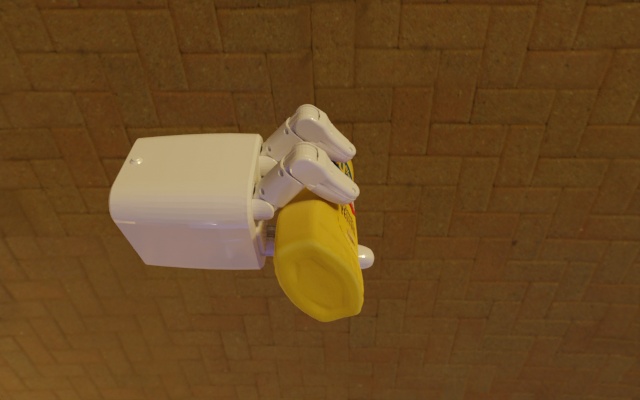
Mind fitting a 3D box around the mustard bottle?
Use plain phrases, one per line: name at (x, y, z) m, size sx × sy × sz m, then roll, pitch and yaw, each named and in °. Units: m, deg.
mustard bottle at (0.000, 0.001, 0.417) m, size 0.058 × 0.096 × 0.191 m, roll -19°, pitch 38°, yaw 16°
